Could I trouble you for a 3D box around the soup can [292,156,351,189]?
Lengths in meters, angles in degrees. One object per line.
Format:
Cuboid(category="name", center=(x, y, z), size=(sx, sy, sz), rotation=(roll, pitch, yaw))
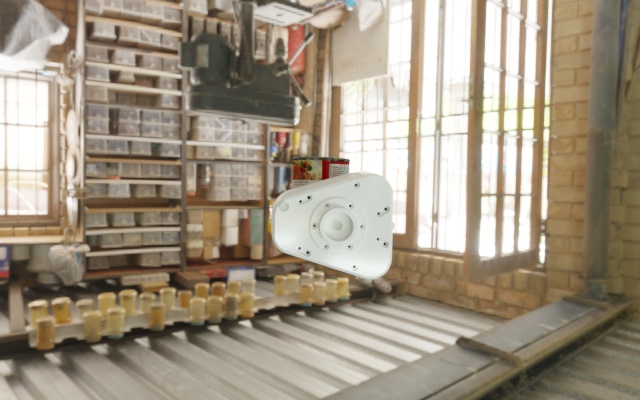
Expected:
Cuboid(category="soup can", center=(0.000, 0.002, 0.556), size=(0.068, 0.102, 0.068), rotation=(1, 2, 0))
